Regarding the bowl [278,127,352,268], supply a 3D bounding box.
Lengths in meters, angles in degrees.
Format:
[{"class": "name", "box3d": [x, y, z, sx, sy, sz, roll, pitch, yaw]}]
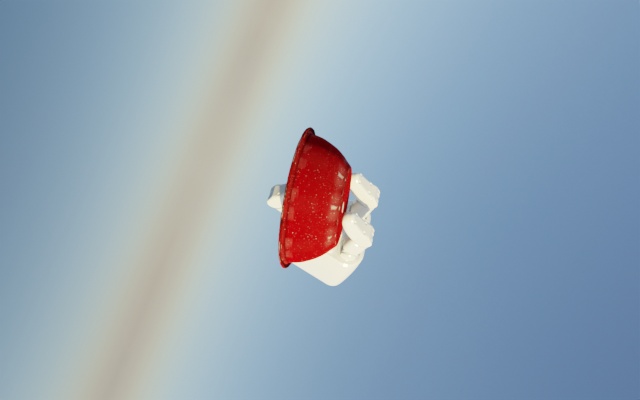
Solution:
[{"class": "bowl", "box3d": [0.000, 0.001, 0.536, 0.055, 0.162, 0.162, 11, 1, 8]}]
